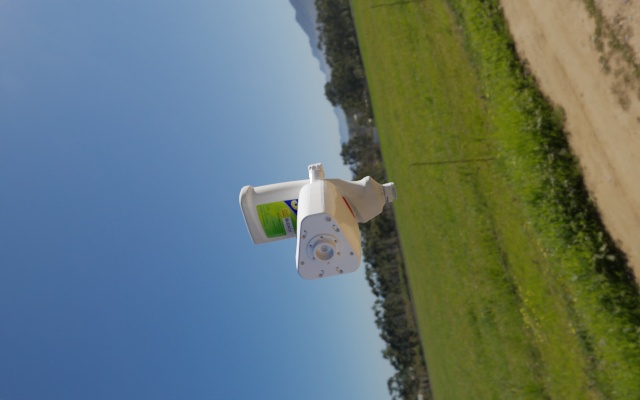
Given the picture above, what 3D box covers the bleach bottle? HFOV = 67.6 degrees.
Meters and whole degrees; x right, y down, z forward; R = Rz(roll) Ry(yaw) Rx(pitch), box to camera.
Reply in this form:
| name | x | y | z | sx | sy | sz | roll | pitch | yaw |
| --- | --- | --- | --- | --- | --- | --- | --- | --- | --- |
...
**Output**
| name | x | y | z | sx | sy | sz | roll | pitch | yaw |
| --- | --- | --- | --- | --- | --- | --- | --- | --- | --- |
| bleach bottle | 0.000 | 0.003 | 0.800 | 0.251 | 0.103 | 0.068 | -12 | 26 | 5 |
